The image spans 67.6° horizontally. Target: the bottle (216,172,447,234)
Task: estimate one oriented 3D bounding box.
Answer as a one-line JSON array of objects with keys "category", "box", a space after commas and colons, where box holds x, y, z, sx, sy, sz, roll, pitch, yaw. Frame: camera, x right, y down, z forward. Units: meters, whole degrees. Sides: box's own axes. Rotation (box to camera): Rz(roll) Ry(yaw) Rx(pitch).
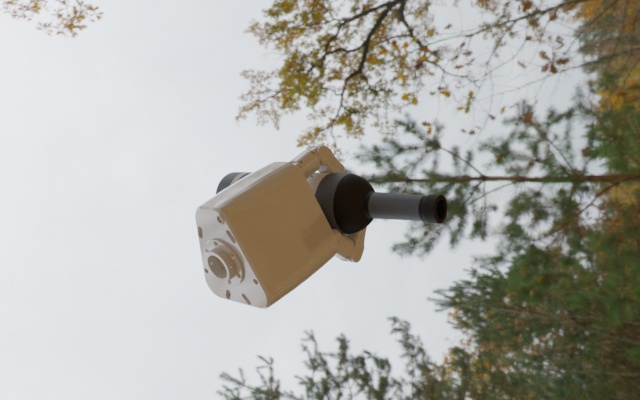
[{"category": "bottle", "box": [0.000, 0.002, 0.541, 0.295, 0.069, 0.069, 3, 2, 39]}]
